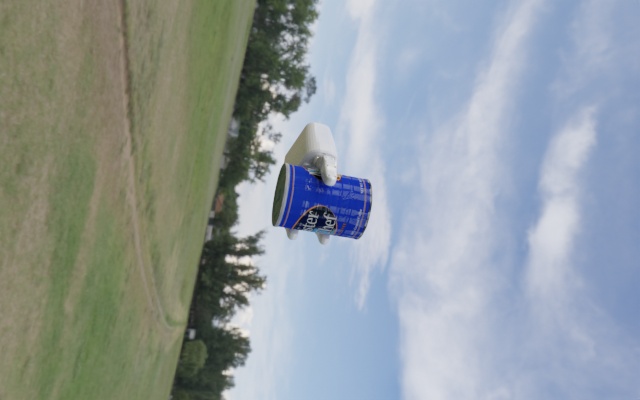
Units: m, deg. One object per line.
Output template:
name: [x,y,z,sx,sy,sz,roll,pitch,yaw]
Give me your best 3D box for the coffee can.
coffee can: [0.000,0.003,0.771,0.140,0.103,0.103,10,-2,-13]
